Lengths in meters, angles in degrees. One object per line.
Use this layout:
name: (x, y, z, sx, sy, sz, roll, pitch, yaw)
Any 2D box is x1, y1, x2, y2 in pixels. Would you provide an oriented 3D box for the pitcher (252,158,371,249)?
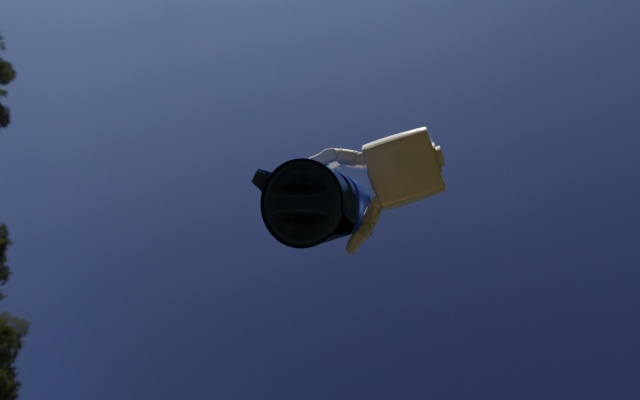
pitcher: (0.000, 0.003, 0.809, 0.145, 0.149, 0.243, -20, -9, 17)
